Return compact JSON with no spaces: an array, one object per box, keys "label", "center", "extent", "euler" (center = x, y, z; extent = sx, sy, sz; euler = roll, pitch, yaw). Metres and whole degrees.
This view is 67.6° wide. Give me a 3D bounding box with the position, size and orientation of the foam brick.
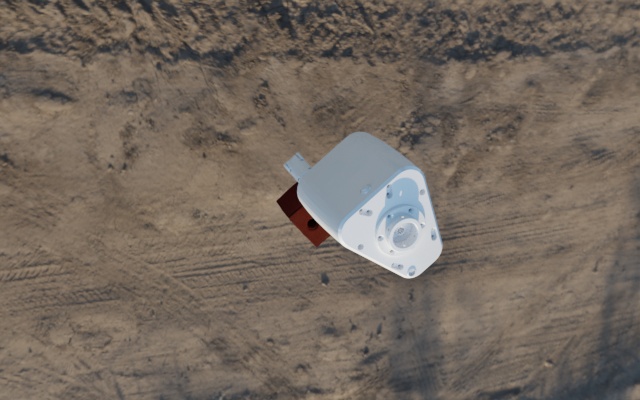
[{"label":"foam brick","center":[0.000,0.002,0.530],"extent":[0.053,0.078,0.051],"euler":[49,-1,-31]}]
